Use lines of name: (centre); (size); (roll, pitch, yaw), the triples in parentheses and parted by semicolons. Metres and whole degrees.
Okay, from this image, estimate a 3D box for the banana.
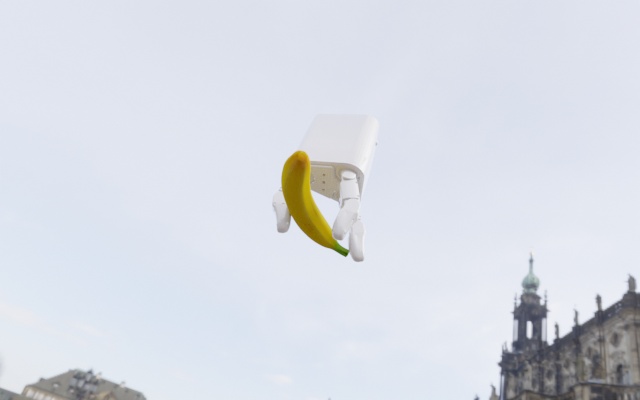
banana: (-0.015, 0.003, 0.625); (0.069, 0.037, 0.198); (5, -37, 28)
